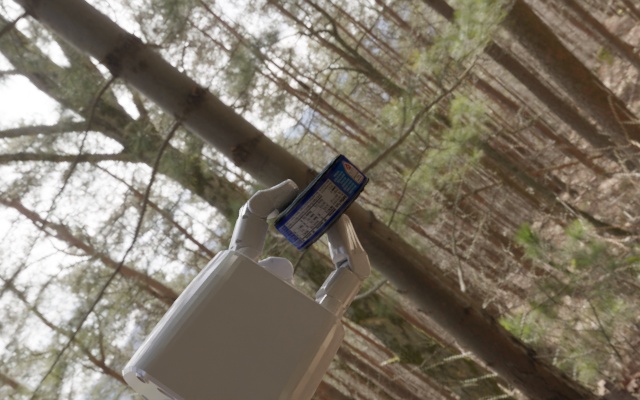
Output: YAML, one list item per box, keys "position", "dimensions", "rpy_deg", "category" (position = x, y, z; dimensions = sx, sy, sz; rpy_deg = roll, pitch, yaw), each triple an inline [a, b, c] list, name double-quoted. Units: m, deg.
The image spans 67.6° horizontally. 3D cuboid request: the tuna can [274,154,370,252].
- position: [0.000, 0.001, 0.405]
  dimensions: [0.034, 0.086, 0.086]
  rpy_deg: [43, -4, -4]
  category: "tuna can"
